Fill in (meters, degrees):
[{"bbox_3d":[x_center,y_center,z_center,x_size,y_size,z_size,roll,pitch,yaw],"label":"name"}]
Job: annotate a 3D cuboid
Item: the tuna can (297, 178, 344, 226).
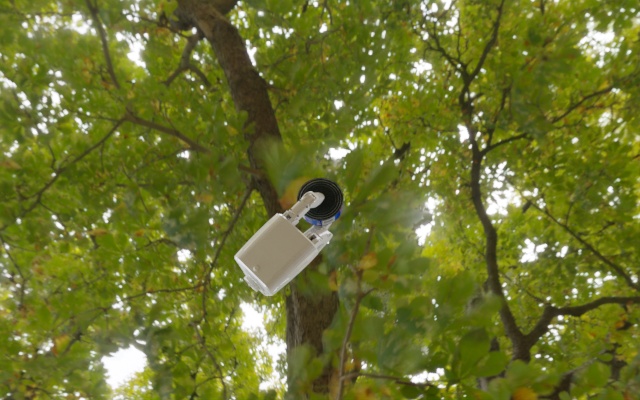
[{"bbox_3d":[0.000,0.003,0.886,0.086,0.086,0.034,0,-24,3],"label":"tuna can"}]
